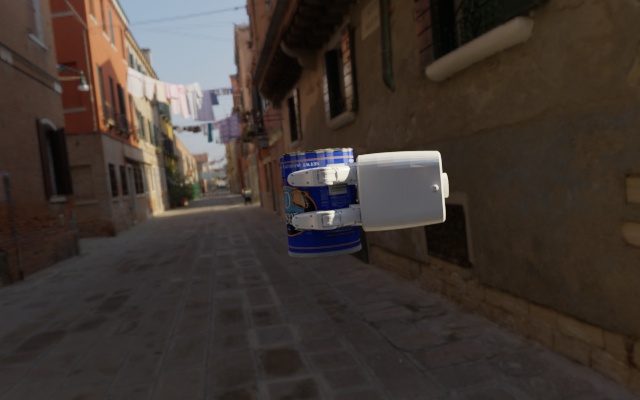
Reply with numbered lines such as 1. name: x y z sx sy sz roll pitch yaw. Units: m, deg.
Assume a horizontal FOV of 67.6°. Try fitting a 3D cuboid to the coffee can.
1. coffee can: 0.000 0.002 0.666 0.103 0.140 0.103 -5 3 0
